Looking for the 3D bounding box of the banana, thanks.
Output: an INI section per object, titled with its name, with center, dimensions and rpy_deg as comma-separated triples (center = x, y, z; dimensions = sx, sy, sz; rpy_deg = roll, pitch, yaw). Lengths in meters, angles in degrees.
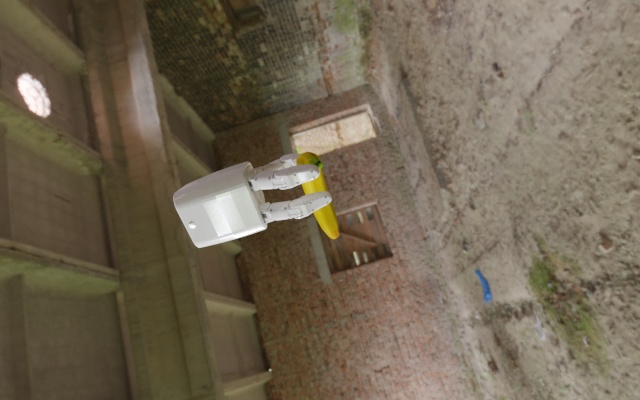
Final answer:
[banana]
center = -0.006, -0.014, 0.731
dimensions = 0.037, 0.069, 0.198
rpy_deg = -19, -36, -1
